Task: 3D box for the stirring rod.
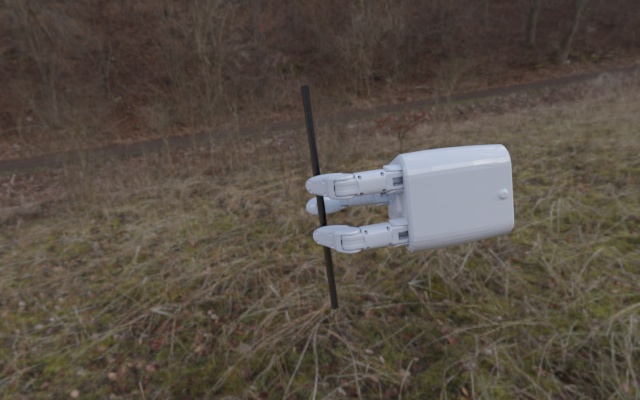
[{"bbox_3d":[0.000,0.002,0.503,0.011,0.239,0.011,-8,12,2],"label":"stirring rod"}]
